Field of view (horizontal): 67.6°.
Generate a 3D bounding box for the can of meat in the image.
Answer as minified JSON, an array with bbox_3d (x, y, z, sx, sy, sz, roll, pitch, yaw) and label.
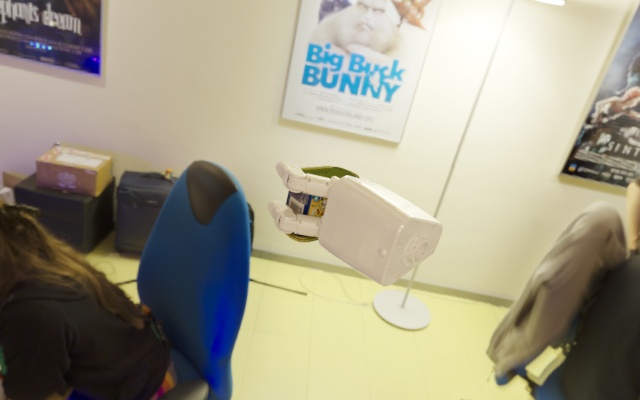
[{"bbox_3d":[0.000,0.002,0.646,0.102,0.084,0.057,-9,33,-41],"label":"can of meat"}]
